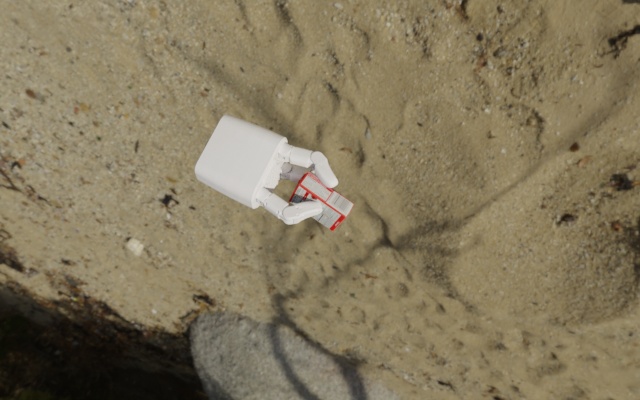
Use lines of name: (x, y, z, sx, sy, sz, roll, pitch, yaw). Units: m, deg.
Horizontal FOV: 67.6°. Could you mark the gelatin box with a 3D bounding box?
gelatin box: (0.000, 0.003, 0.737, 0.089, 0.030, 0.073, 35, -26, 0)
